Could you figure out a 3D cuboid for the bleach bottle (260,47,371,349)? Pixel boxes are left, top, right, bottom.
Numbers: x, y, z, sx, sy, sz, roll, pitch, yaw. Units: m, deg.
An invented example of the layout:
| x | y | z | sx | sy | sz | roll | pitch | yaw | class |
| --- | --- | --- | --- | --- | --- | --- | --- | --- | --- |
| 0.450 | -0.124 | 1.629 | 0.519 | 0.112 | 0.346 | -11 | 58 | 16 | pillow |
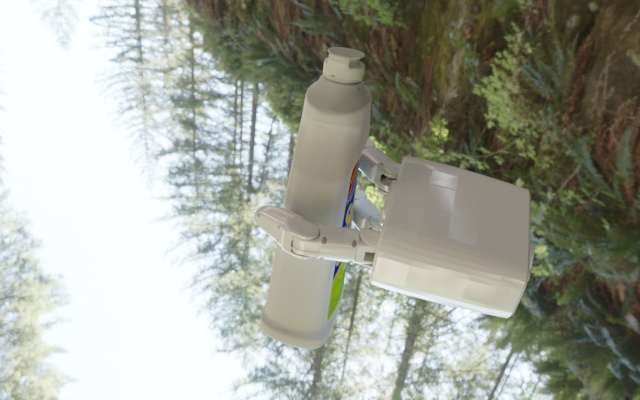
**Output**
| x | y | z | sx | sy | sz | roll | pitch | yaw | class |
| --- | --- | --- | --- | --- | --- | --- | --- | --- | --- |
| 0.000 | 0.001 | 0.409 | 0.068 | 0.251 | 0.102 | 15 | 31 | 10 | bleach bottle |
